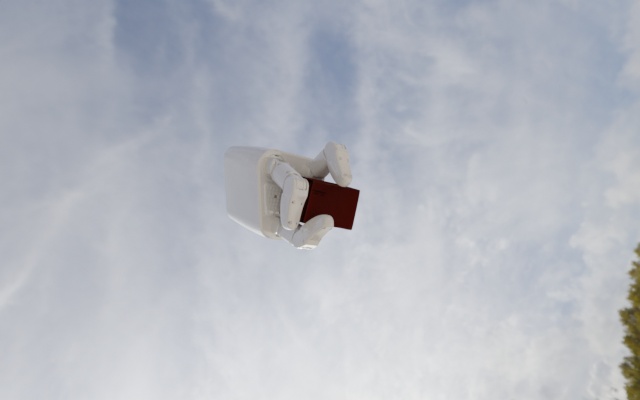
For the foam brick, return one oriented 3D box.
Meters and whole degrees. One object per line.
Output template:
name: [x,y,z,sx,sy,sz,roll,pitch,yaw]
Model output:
foam brick: [0.000,0.002,0.583,0.078,0.053,0.051,11,4,-38]
